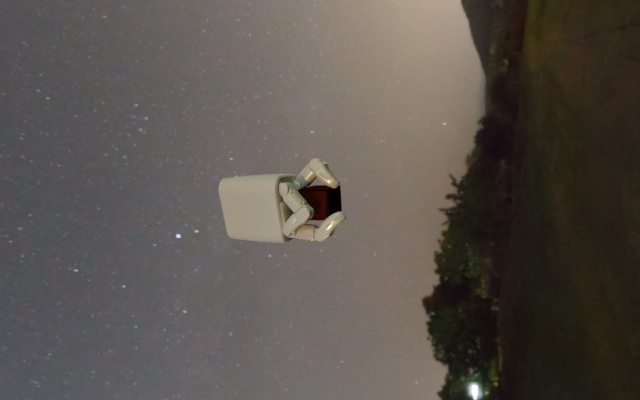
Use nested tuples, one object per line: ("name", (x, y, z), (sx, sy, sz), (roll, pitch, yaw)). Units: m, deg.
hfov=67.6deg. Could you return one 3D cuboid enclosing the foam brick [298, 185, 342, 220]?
("foam brick", (0.000, 0.003, 0.803), (0.051, 0.053, 0.078), (0, 5, 19))
